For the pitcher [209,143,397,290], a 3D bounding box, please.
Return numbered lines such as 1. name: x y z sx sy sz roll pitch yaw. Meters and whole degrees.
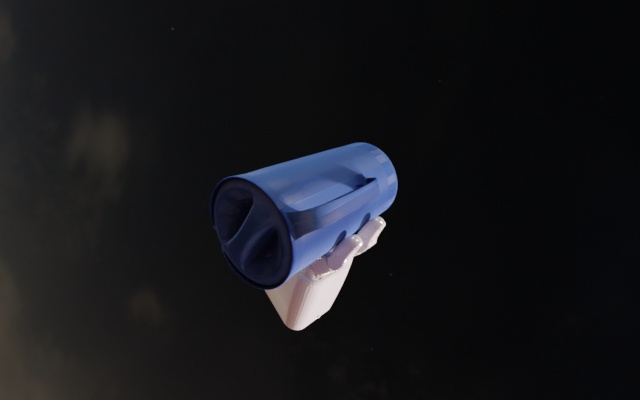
1. pitcher: 0.000 0.002 0.599 0.149 0.145 0.242 36 39 25
